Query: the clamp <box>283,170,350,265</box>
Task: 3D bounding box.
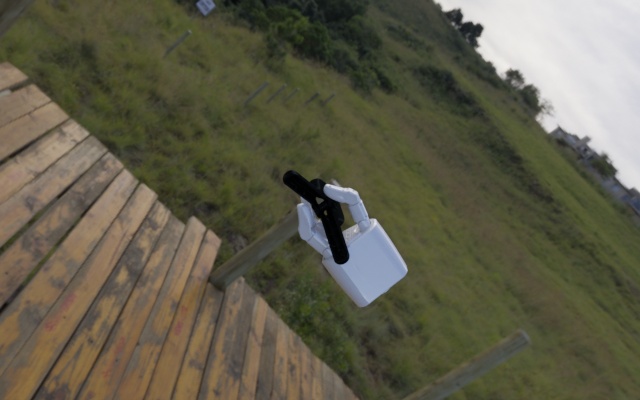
[{"bbox_3d":[0.001,0.002,0.804,0.036,0.164,0.210,-30,12,12],"label":"clamp"}]
